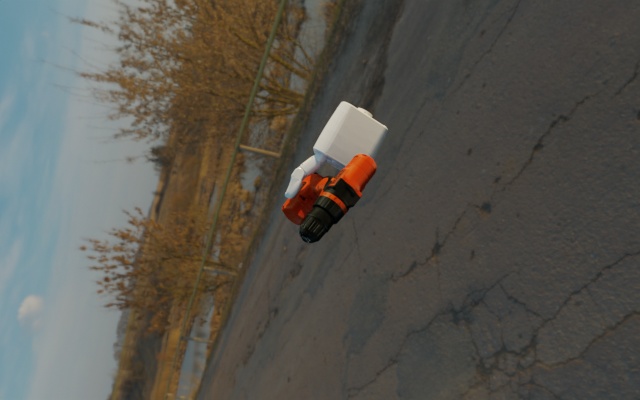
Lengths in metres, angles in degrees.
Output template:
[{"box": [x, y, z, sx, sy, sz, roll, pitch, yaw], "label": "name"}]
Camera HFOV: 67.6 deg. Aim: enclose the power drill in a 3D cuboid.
[{"box": [0.000, 0.003, 0.848, 0.184, 0.057, 0.187, -49, 17, -21], "label": "power drill"}]
